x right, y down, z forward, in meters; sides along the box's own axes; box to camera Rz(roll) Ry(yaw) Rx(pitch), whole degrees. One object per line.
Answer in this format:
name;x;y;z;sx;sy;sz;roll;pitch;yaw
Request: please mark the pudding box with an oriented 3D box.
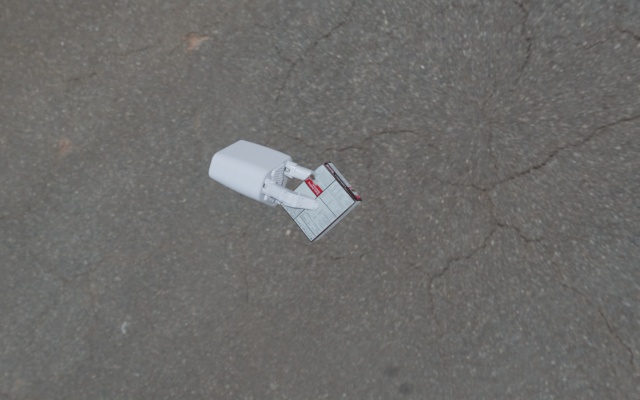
pudding box;0.000;0.003;0.812;0.113;0.090;0.039;-43;-9;21
